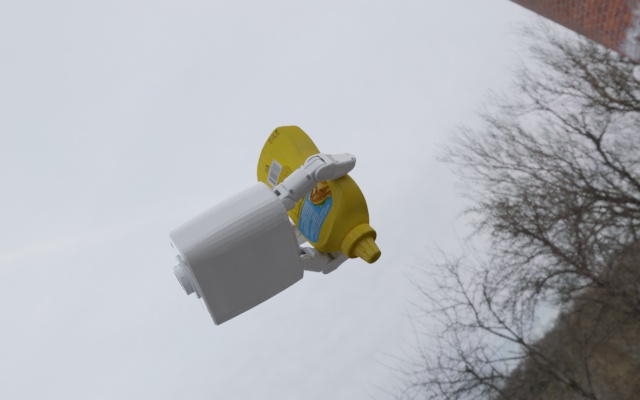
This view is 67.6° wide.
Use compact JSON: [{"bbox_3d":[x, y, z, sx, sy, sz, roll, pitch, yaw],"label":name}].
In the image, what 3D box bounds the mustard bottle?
[{"bbox_3d":[0.000,0.002,0.543,0.058,0.096,0.191,-11,45,-40],"label":"mustard bottle"}]
